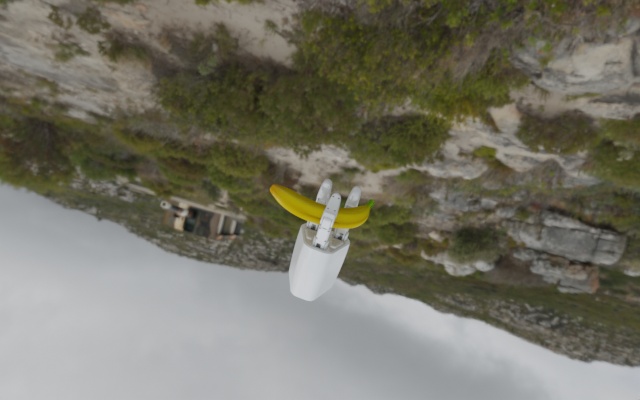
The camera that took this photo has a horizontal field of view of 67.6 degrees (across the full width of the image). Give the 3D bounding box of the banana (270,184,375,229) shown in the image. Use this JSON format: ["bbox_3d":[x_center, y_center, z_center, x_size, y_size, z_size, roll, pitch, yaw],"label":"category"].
[{"bbox_3d":[0.004,0.016,0.859,0.198,0.037,0.069,10,40,-13],"label":"banana"}]
